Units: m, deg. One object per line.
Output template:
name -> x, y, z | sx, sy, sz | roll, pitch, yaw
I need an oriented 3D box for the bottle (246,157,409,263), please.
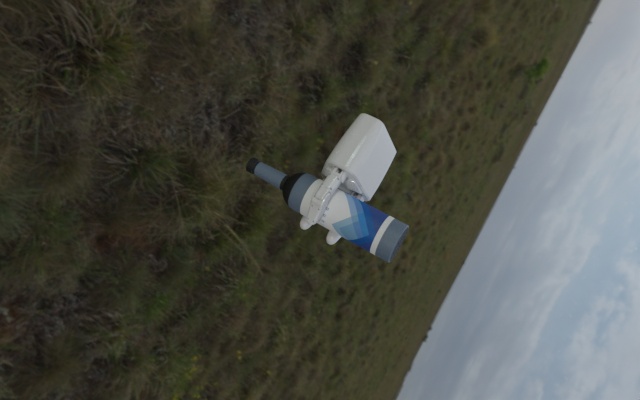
bottle -> 0.000, 0.003, 0.796 | 0.295, 0.069, 0.069 | 28, 9, 18
